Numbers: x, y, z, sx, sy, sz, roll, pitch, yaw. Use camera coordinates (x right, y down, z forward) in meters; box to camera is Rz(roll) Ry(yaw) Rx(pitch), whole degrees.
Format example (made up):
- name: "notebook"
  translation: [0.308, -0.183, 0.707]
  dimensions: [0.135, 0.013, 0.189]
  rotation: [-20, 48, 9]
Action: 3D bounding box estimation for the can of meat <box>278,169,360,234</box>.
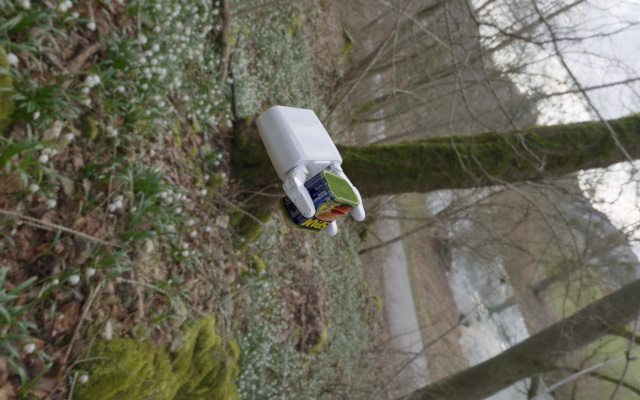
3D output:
- name: "can of meat"
  translation: [0.000, 0.002, 0.720]
  dimensions: [0.084, 0.057, 0.102]
  rotation: [-34, -22, 20]
